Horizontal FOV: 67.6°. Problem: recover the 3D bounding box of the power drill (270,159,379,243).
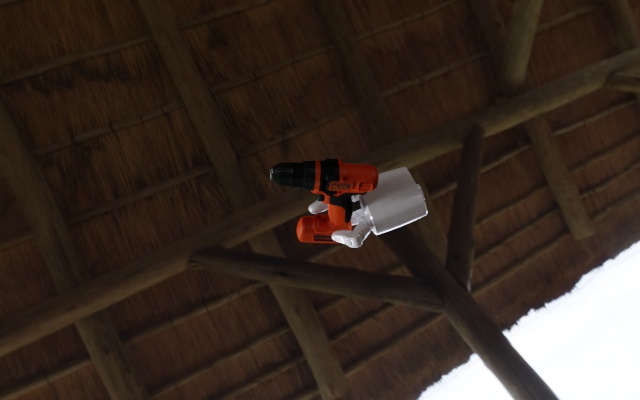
[{"bbox_3d":[0.000,0.003,0.860,0.184,0.057,0.188,3,-39,-5],"label":"power drill"}]
